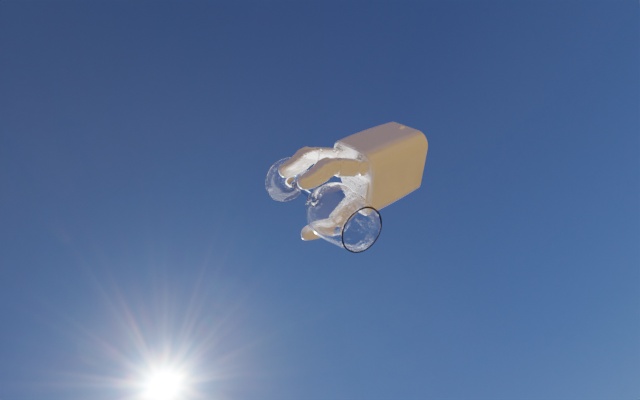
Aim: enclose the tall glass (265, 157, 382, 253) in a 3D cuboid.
[{"bbox_3d":[0.000,0.002,0.664,0.079,0.079,0.201,0,21,-34],"label":"tall glass"}]
